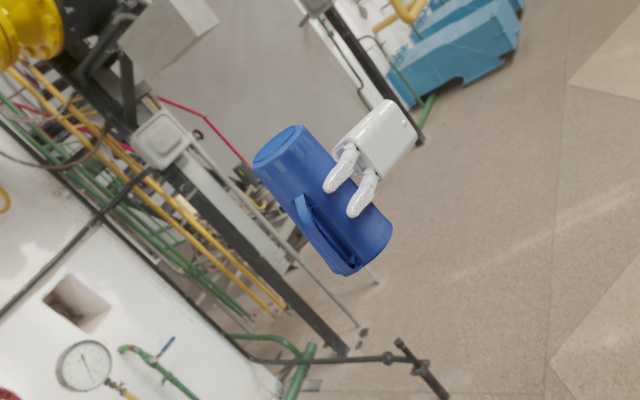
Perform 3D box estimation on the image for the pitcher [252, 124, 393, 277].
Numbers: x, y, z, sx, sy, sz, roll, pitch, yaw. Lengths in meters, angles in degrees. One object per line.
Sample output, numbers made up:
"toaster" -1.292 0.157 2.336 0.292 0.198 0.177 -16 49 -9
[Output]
"pitcher" 0.000 0.002 0.782 0.145 0.243 0.149 -47 21 -18
